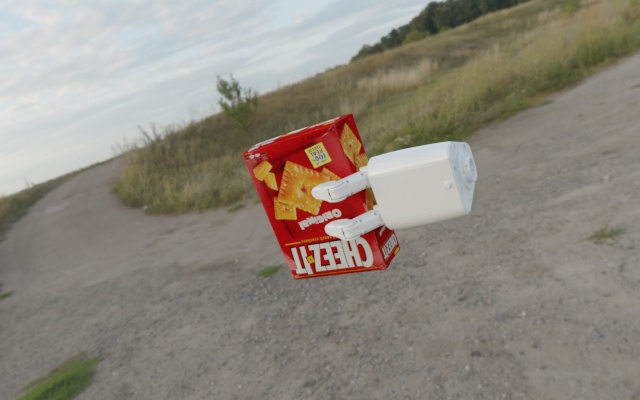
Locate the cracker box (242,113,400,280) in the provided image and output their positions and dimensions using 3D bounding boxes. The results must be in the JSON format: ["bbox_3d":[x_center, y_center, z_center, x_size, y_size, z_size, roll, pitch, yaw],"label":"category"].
[{"bbox_3d":[0.000,0.002,0.690,0.164,0.214,0.072,-12,16,32],"label":"cracker box"}]
